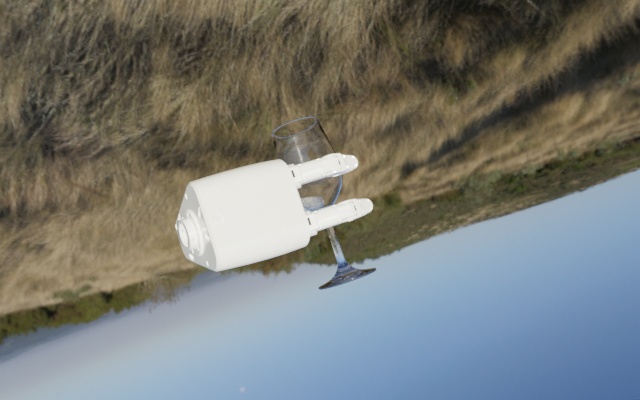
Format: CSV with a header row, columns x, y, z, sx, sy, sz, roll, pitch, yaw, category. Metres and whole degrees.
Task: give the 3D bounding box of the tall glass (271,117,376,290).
x,y,z,sx,sy,sz,roll,pitch,yaw,category
0.000,0.003,0.586,0.079,0.201,0.079,-19,-5,-2,tall glass
